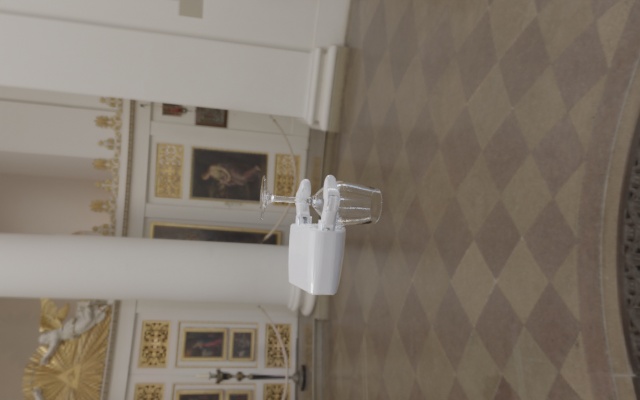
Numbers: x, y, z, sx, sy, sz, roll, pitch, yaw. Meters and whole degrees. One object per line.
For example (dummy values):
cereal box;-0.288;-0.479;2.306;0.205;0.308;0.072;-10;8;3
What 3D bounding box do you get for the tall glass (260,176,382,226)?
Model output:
tall glass;-0.001;0.002;0.814;0.201;0.079;0.079;4;-1;-12
